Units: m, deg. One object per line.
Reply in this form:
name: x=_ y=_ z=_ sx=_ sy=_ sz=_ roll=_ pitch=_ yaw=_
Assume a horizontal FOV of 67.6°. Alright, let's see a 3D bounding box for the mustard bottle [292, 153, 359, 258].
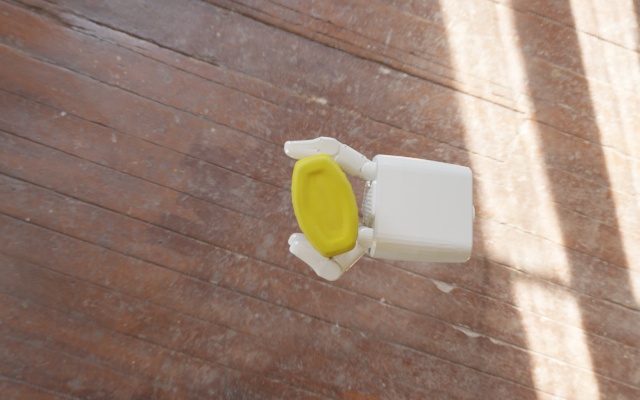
mustard bottle: x=0.000 y=0.002 z=0.529 sx=0.058 sy=0.096 sz=0.191 roll=-19 pitch=3 yaw=-2
